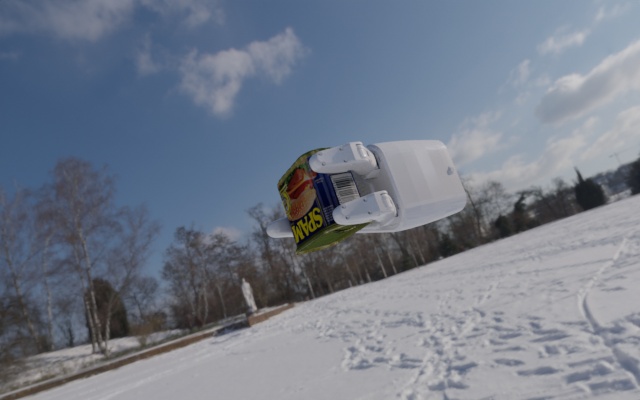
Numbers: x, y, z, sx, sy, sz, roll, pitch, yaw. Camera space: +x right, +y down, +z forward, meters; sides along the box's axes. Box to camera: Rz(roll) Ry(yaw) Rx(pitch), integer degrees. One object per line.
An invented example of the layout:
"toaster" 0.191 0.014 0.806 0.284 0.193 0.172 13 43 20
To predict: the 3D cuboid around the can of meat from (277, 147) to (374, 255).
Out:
"can of meat" 0.000 0.001 0.505 0.057 0.084 0.102 -11 -15 -30
